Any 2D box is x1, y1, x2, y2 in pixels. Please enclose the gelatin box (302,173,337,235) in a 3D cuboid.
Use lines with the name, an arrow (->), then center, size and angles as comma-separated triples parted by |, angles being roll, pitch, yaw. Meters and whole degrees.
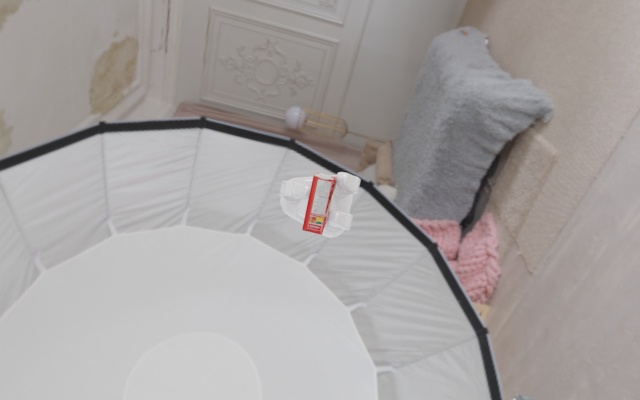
gelatin box -> 0.000, 0.002, 0.647 | 0.030, 0.073, 0.089 | 13, 6, 3
